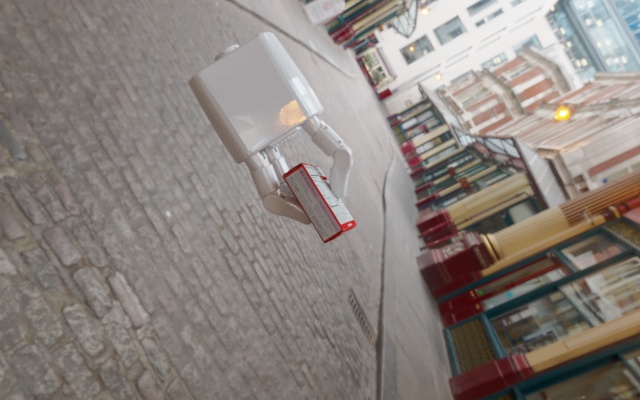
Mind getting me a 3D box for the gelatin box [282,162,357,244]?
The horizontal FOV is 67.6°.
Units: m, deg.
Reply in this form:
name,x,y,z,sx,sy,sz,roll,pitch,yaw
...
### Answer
name,x,y,z,sx,sy,sz,roll,pitch,yaw
gelatin box,0.001,0.002,0.542,0.030,0.089,0.073,-35,-7,13
